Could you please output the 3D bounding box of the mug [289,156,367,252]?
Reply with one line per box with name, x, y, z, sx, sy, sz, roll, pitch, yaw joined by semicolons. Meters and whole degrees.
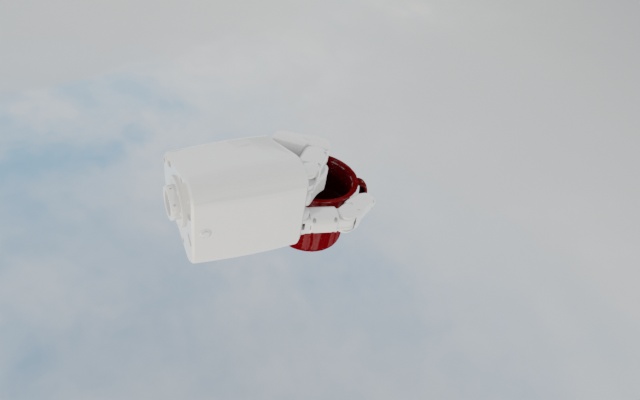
mug;0.001;0.002;0.553;0.117;0.082;0.093;-10;43;-26
